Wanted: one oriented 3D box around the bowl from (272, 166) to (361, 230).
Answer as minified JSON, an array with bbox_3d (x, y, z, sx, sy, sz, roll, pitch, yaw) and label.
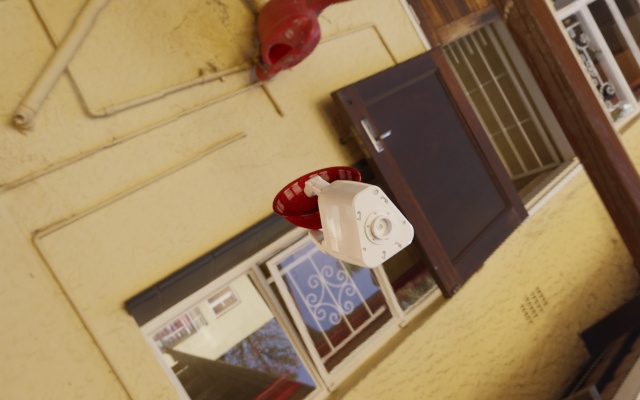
[{"bbox_3d":[0.000,0.003,0.835,0.162,0.055,0.162,-17,27,9],"label":"bowl"}]
